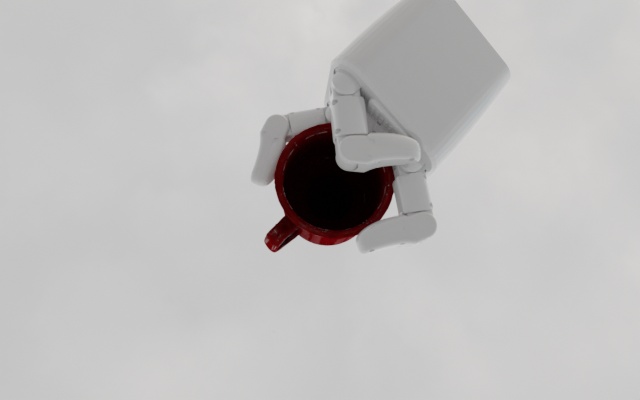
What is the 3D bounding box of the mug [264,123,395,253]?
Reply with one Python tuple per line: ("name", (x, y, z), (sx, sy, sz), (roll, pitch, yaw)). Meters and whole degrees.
("mug", (-0.001, 0.002, 0.402), (0.093, 0.117, 0.081), (44, -13, 7))
